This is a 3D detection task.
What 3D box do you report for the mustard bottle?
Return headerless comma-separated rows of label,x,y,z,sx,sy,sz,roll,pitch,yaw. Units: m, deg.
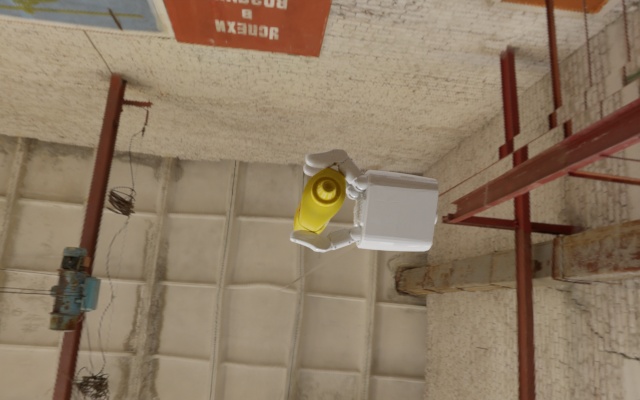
mustard bottle,0.000,0.002,0.711,0.058,0.096,0.192,29,-14,0
